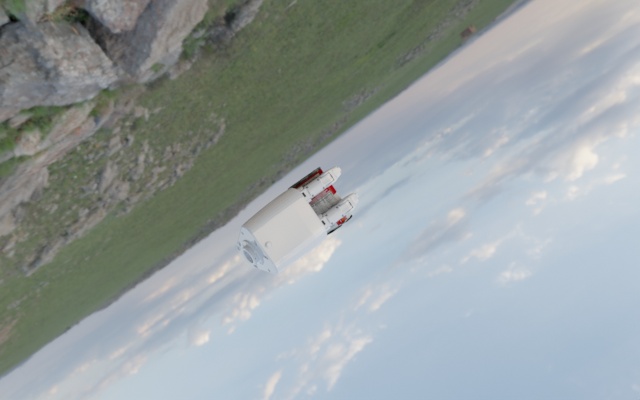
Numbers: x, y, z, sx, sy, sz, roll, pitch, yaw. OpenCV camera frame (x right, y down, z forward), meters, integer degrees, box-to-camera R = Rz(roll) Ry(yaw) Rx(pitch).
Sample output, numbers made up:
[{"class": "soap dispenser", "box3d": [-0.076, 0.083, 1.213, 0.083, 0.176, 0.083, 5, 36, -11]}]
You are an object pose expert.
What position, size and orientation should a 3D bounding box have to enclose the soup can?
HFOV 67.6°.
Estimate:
[{"class": "soup can", "box3d": [0.001, 0.003, 0.818, 0.068, 0.102, 0.068, -34, 5, 3]}]
